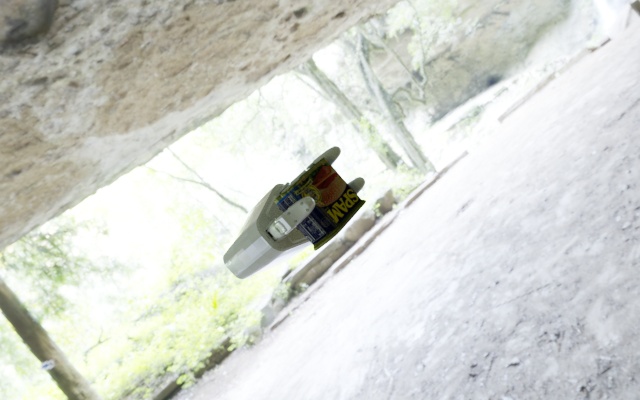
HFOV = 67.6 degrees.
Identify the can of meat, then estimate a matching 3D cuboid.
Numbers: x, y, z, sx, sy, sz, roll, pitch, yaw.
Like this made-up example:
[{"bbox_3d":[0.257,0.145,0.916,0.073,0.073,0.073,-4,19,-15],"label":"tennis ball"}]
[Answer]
[{"bbox_3d":[0.000,0.002,0.625,0.057,0.084,0.102,-40,2,42],"label":"can of meat"}]
